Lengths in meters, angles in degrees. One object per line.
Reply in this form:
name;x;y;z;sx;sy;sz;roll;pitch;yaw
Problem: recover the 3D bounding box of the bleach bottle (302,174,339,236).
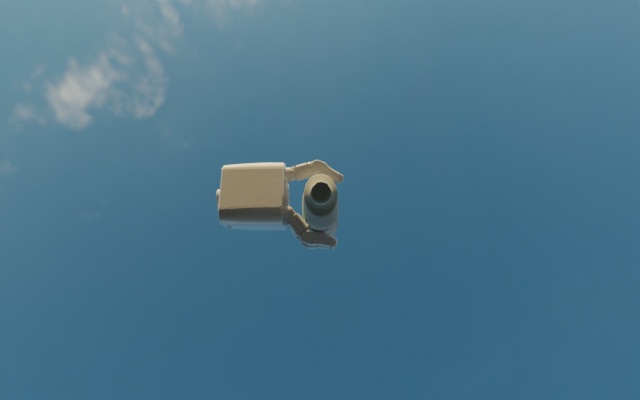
bleach bottle;0.000;0.003;0.789;0.068;0.102;0.251;-2;-11;-1
